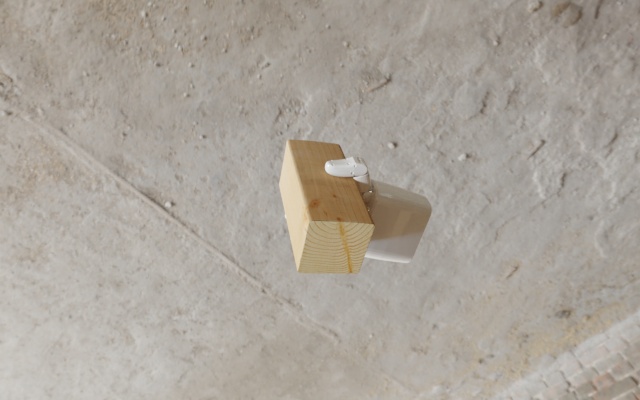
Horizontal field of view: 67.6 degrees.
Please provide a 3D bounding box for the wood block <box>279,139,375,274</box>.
[{"bbox_3d":[0.001,0.002,0.700,0.090,0.091,0.206,4,35,-16],"label":"wood block"}]
